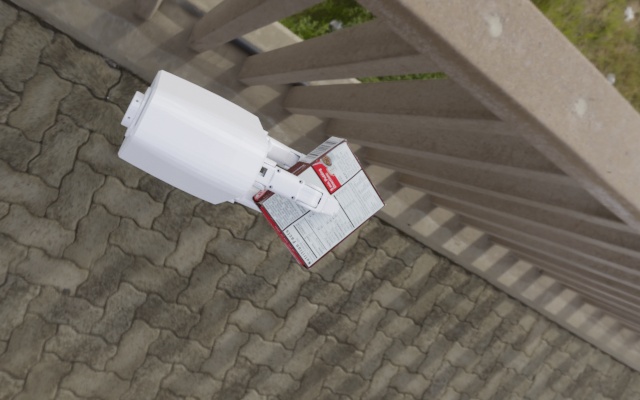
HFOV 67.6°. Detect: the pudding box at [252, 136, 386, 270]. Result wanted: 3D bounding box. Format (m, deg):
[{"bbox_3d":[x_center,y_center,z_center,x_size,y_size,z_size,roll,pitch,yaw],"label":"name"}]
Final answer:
[{"bbox_3d":[0.000,0.002,0.497,0.113,0.090,0.039,-37,21,-11],"label":"pudding box"}]
